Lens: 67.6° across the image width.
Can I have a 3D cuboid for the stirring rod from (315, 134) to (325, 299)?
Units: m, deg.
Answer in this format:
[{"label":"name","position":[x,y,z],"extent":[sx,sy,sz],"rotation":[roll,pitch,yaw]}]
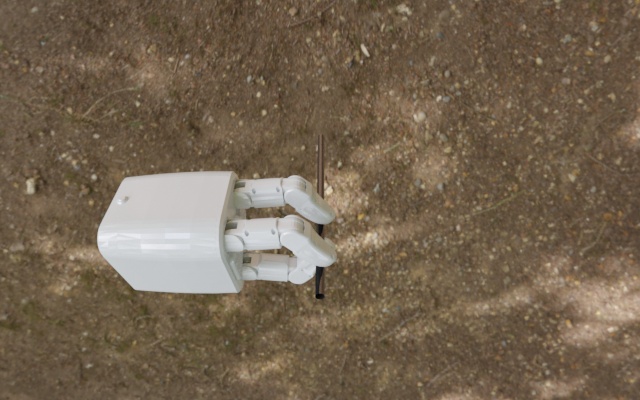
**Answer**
[{"label":"stirring rod","position":[0.000,0.002,0.491],"extent":[0.011,0.011,0.239],"rotation":[0,41,0]}]
